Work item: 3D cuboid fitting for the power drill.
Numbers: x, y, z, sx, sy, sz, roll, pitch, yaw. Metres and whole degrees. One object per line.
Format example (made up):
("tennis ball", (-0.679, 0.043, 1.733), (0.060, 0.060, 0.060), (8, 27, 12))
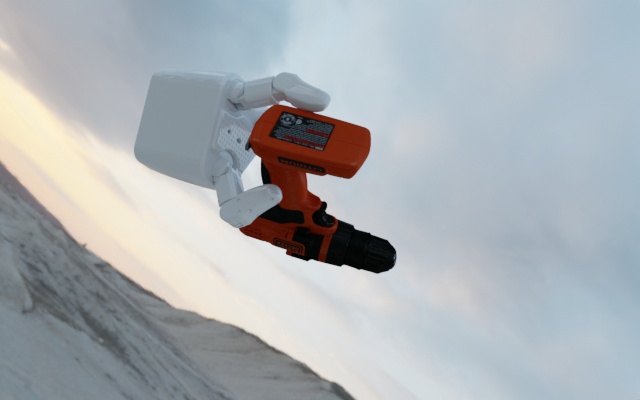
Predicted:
("power drill", (0.000, 0.001, 0.482), (0.184, 0.057, 0.188), (15, -38, 6))
